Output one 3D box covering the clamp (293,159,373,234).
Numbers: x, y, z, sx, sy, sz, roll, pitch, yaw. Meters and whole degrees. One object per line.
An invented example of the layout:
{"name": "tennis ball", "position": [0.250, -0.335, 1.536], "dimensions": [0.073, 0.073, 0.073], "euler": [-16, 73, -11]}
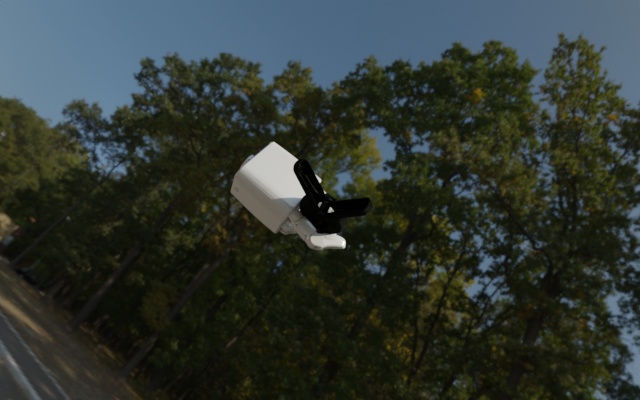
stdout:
{"name": "clamp", "position": [0.001, 0.002, 0.702], "dimensions": [0.120, 0.039, 0.171], "euler": [41, -26, 1]}
